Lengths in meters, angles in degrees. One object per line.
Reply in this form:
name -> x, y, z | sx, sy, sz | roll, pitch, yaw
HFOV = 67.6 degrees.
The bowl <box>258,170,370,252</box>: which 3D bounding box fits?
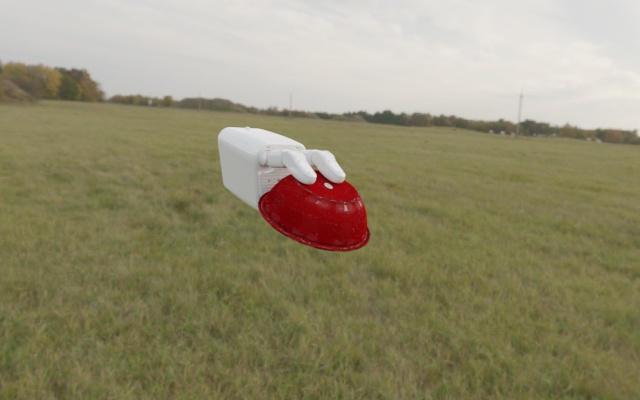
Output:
bowl -> 0.001, 0.002, 0.649 | 0.162, 0.055, 0.162 | 17, 24, -8
